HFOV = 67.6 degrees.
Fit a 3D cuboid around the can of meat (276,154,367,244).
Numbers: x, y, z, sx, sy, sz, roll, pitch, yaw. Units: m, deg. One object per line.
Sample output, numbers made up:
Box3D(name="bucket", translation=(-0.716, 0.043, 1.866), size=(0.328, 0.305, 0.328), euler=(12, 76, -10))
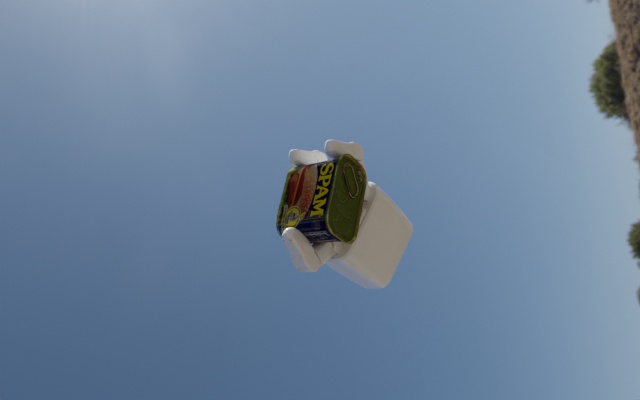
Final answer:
Box3D(name="can of meat", translation=(0.000, 0.002, 0.566), size=(0.084, 0.102, 0.057), euler=(-8, -32, 38))
